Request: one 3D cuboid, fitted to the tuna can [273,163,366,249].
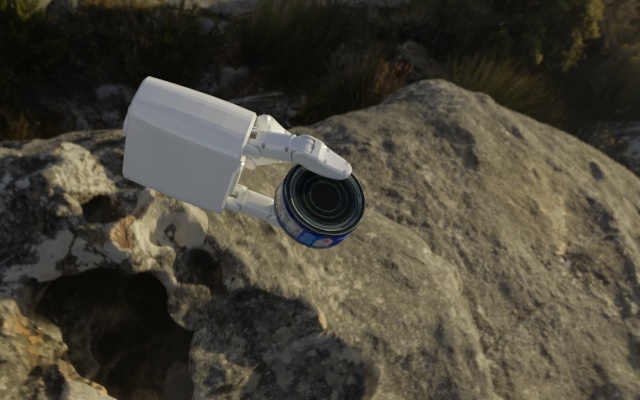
[{"bbox_3d":[0.000,0.001,0.464,0.086,0.086,0.034,0,-25,-23],"label":"tuna can"}]
